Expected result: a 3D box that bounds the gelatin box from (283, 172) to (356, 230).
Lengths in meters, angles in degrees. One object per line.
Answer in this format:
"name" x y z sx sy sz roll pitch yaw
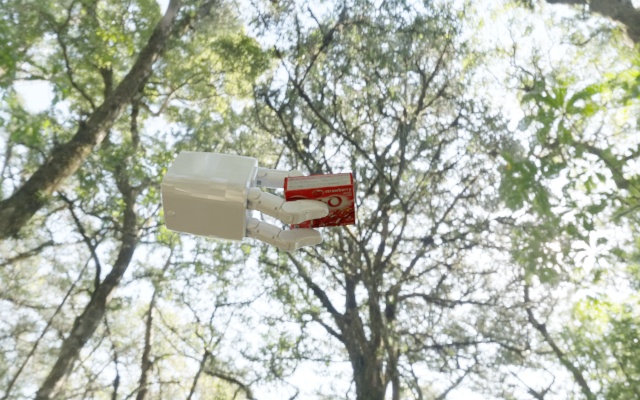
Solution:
"gelatin box" 0.000 0.002 0.624 0.089 0.073 0.030 -5 44 2
